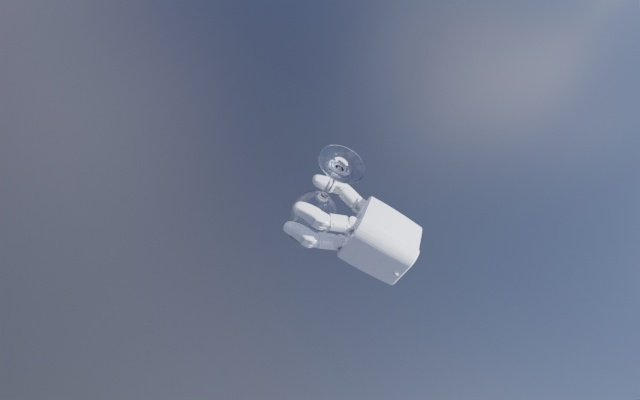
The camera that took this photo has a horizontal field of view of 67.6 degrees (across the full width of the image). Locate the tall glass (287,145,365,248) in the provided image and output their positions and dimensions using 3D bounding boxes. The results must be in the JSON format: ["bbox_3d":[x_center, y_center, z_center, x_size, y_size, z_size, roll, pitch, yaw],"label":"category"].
[{"bbox_3d":[0.000,0.002,0.786,0.079,0.079,0.201,0,-35,-24],"label":"tall glass"}]
